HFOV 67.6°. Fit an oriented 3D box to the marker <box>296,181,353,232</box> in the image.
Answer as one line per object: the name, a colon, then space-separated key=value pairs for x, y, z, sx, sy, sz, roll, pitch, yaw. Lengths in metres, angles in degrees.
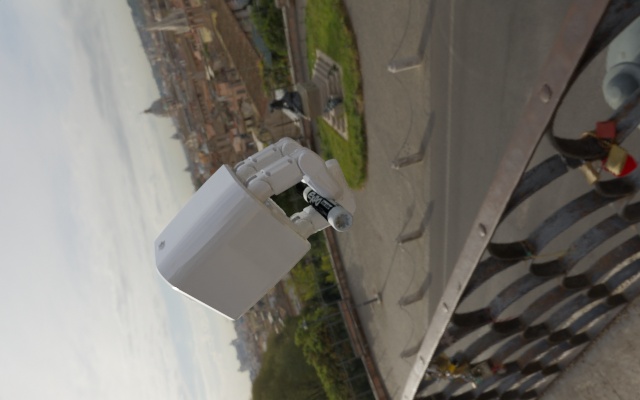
marker: x=0.000 y=0.001 z=0.462 sx=0.020 sy=0.020 sz=0.121 roll=0 pitch=16 yaw=-20
